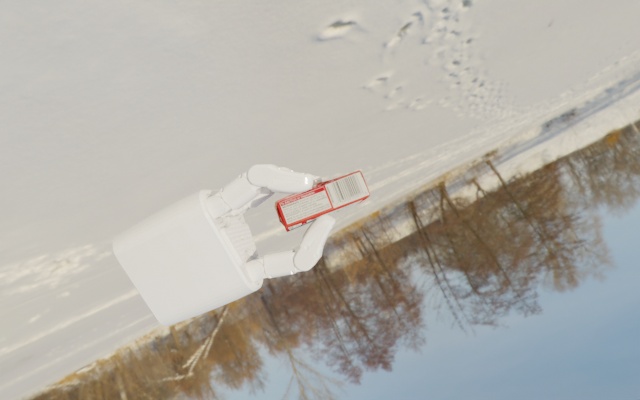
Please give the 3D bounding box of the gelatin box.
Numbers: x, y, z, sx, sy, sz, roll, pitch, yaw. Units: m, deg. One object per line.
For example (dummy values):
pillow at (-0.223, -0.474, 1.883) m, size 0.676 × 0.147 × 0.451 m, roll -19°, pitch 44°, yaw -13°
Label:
gelatin box at (0.001, 0.002, 0.481) m, size 0.089 × 0.030 × 0.073 m, roll -21°, pitch -5°, yaw -4°
